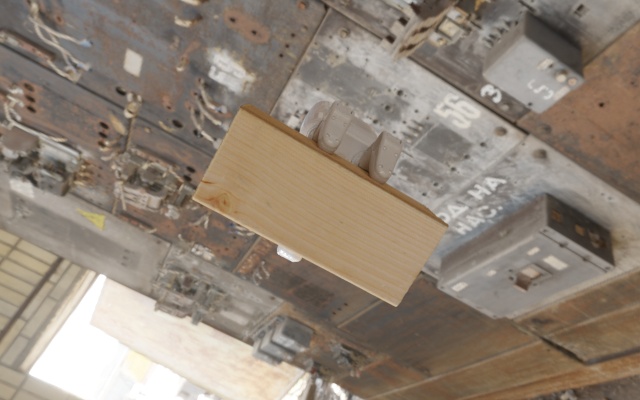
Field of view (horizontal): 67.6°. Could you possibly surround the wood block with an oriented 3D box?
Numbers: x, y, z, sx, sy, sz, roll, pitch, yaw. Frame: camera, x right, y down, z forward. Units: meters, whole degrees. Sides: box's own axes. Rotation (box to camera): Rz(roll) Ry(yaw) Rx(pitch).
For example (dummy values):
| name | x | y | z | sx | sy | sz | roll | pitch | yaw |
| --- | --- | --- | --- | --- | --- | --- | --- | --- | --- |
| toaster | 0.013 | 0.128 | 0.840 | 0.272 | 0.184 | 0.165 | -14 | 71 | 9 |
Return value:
| name | x | y | z | sx | sy | sz | roll | pitch | yaw |
| --- | --- | --- | --- | --- | --- | --- | --- | --- | --- |
| wood block | 0.000 | 0.002 | 0.449 | 0.206 | 0.091 | 0.090 | 29 | 9 | -9 |
